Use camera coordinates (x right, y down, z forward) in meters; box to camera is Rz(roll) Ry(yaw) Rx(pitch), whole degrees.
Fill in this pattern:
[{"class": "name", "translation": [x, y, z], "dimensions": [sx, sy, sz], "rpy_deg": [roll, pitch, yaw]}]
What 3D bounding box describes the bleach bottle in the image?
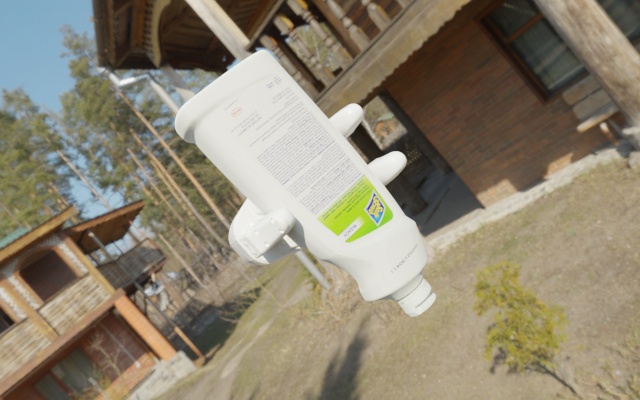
[{"class": "bleach bottle", "translation": [0.000, 0.001, 0.402], "dimensions": [0.102, 0.251, 0.068], "rpy_deg": [-42, 3, -17]}]
